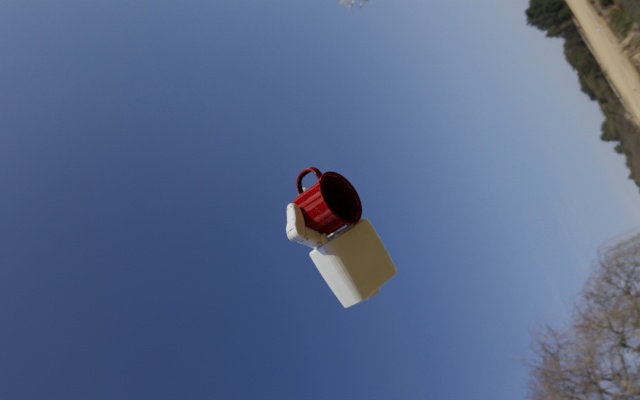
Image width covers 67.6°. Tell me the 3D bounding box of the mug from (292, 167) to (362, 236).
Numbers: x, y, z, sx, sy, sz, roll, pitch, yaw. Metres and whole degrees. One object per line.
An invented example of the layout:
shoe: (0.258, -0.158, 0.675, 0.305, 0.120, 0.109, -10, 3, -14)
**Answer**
mug: (-0.001, 0.001, 0.770, 0.081, 0.117, 0.093, -34, -4, 36)
